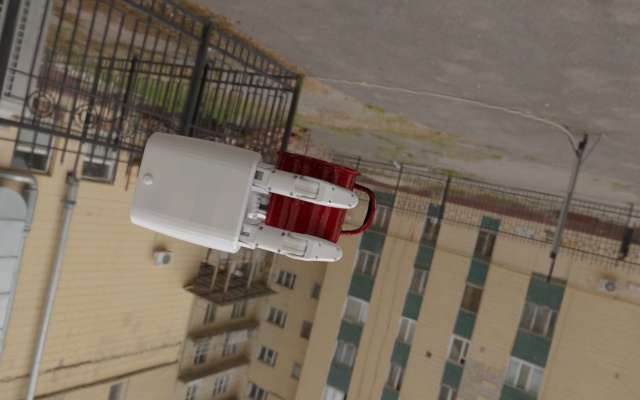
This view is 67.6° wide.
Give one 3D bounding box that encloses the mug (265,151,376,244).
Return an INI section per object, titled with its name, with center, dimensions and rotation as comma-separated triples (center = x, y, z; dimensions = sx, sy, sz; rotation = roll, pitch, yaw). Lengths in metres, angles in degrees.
[mug]
center = 0.001, 0.002, 0.507
dimensions = 0.117, 0.081, 0.093
rotation = 15, 1, 1
